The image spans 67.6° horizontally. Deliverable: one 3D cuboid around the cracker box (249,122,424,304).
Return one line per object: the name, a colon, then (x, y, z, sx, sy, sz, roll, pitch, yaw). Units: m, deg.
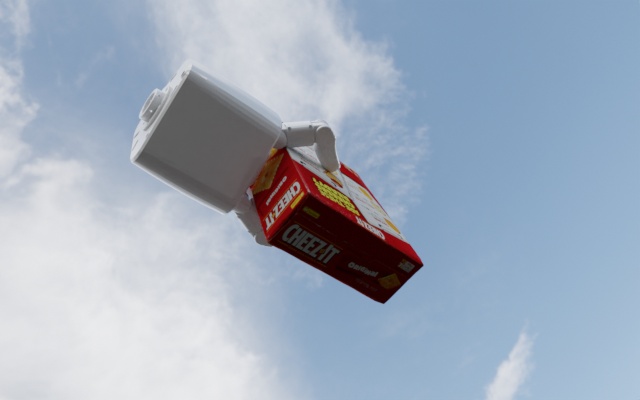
cracker box: (0.000, 0.002, 0.545, 0.164, 0.072, 0.213, 32, 16, -30)
